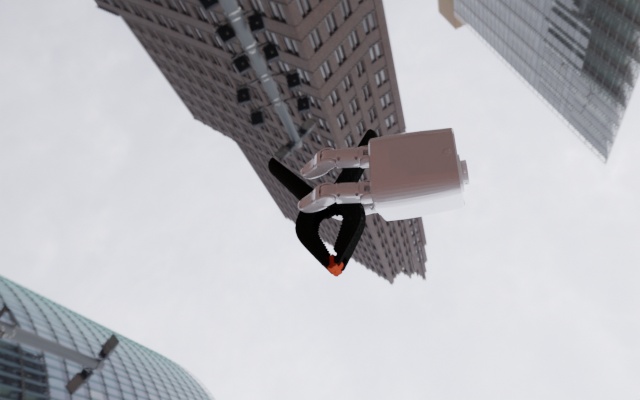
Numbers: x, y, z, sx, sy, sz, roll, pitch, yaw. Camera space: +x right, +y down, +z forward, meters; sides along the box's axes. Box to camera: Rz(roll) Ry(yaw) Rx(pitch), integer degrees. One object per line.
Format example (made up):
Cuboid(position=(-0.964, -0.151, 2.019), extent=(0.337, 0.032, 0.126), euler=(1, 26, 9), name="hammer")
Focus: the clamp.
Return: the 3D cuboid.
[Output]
Cuboid(position=(0.001, 0.003, 0.641), extent=(0.164, 0.209, 0.036), euler=(-10, -34, 17), name="clamp")
